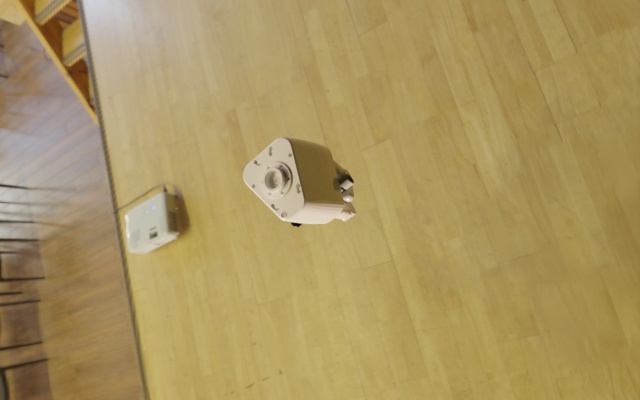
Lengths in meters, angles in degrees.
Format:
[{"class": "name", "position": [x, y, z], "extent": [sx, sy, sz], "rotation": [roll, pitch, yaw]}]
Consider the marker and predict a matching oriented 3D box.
[{"class": "marker", "position": [0.000, 0.002, 0.726], "extent": [0.121, 0.020, 0.020], "rotation": [-38, -17, 22]}]
